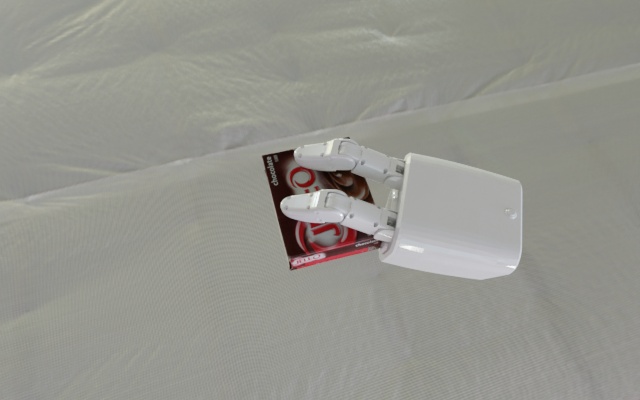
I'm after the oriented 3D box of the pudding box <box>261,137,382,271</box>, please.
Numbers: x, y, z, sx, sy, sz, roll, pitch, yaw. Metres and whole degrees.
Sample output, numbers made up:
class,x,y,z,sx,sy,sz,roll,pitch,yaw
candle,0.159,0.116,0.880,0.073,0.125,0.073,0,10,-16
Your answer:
class,x,y,z,sx,sy,sz,roll,pitch,yaw
pudding box,0.000,0.002,0.453,0.090,0.113,0.039,-13,-28,-10
